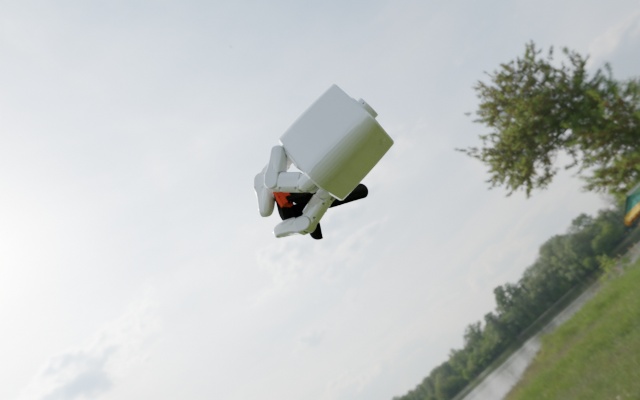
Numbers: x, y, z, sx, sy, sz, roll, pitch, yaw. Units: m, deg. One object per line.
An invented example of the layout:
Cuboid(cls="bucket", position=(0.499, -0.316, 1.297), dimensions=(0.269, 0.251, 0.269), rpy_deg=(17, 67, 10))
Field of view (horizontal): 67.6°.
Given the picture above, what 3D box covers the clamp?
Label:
Cuboid(cls="clamp", position=(0.000, 0.002, 0.692), dimensions=(0.039, 0.120, 0.171), rpy_deg=(48, 9, 26))
